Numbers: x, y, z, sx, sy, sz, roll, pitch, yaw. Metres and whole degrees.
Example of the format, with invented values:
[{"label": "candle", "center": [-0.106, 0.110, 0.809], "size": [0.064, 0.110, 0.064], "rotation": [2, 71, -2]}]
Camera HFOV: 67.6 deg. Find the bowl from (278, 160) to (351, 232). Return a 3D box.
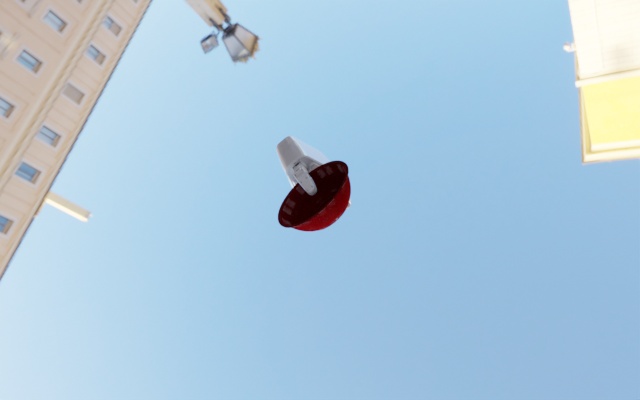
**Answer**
[{"label": "bowl", "center": [0.000, 0.004, 0.868], "size": [0.055, 0.162, 0.162], "rotation": [47, -25, -25]}]
